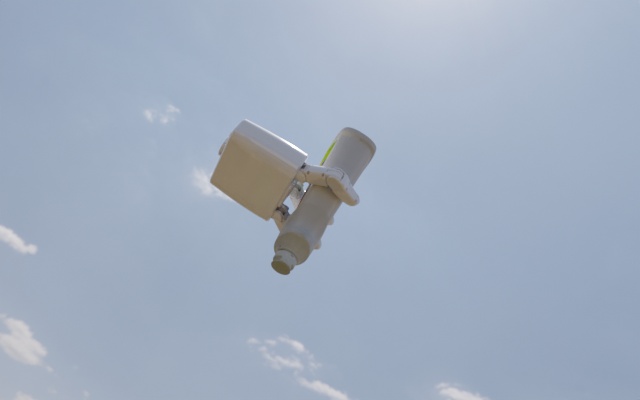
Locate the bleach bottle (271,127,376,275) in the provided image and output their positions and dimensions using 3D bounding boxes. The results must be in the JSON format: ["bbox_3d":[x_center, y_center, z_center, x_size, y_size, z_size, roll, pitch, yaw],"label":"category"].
[{"bbox_3d":[0.000,0.002,0.695,0.068,0.250,0.103,33,-41,-2],"label":"bleach bottle"}]
